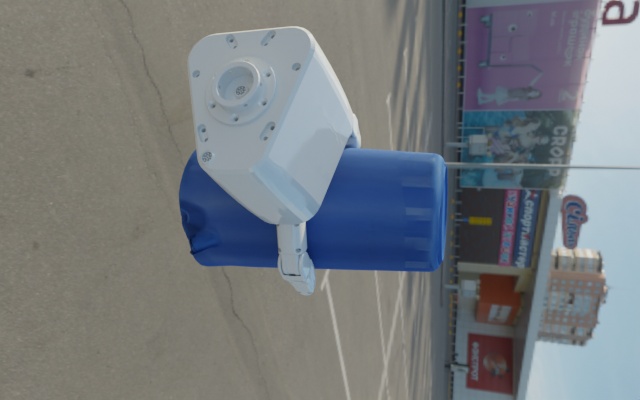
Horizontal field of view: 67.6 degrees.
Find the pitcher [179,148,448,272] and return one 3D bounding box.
[{"bbox_3d":[0.000,0.002,0.477,0.243,0.149,0.145,2,-18,17],"label":"pitcher"}]
